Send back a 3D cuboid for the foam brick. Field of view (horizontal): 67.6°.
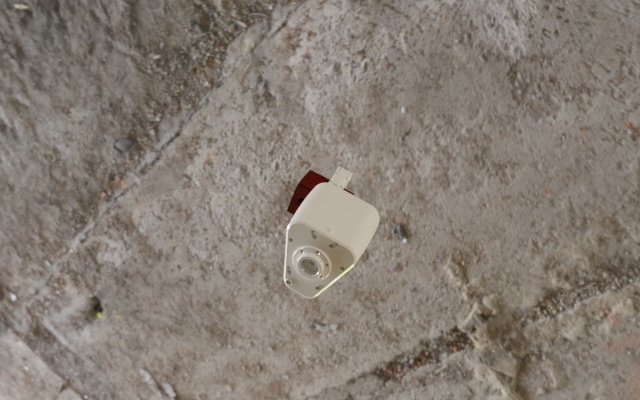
[{"bbox_3d":[0.000,0.002,0.691,0.078,0.053,0.051,29,34,6],"label":"foam brick"}]
